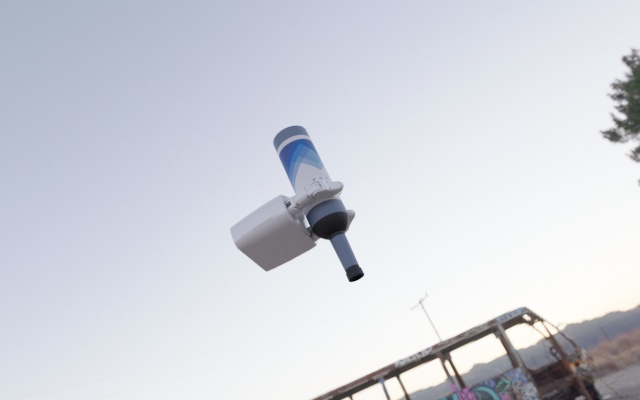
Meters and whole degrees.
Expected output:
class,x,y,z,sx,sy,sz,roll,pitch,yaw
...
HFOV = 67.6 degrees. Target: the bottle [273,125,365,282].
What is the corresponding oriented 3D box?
class,x,y,z,sx,sy,sz,roll,pitch,yaw
bottle,0.000,0.002,0.804,0.069,0.295,0.069,-20,-29,-11
